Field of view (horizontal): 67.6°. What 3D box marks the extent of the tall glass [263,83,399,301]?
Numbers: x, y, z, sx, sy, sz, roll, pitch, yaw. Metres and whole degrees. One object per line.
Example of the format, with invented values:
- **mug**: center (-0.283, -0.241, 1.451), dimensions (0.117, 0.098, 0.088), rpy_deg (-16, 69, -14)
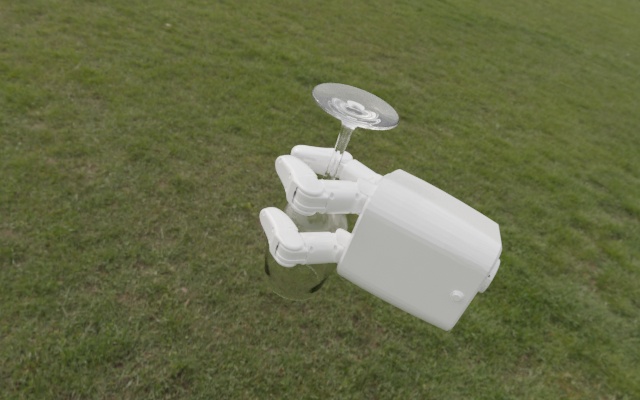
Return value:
- **tall glass**: center (0.000, 0.001, 0.437), dimensions (0.079, 0.201, 0.079), rpy_deg (14, 33, -10)
